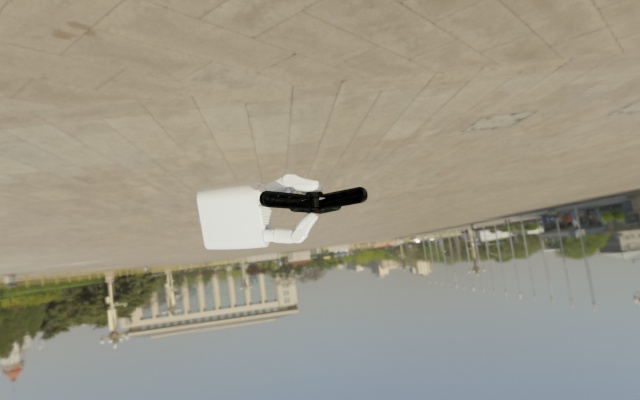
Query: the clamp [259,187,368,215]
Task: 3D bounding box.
[{"bbox_3d":[0.000,0.004,0.811,0.164,0.036,0.210,-2,-6,7],"label":"clamp"}]
